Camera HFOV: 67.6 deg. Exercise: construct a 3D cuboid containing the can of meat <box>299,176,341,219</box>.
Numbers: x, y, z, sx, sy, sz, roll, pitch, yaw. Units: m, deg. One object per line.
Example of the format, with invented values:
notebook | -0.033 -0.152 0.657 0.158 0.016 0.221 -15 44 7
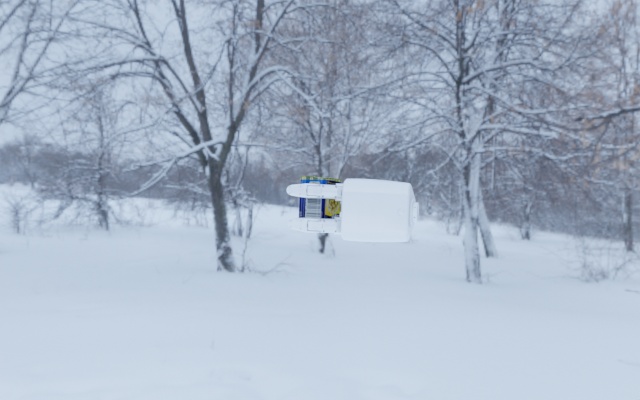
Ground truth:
can of meat | 0.000 0.002 0.820 0.057 0.084 0.102 3 0 20
